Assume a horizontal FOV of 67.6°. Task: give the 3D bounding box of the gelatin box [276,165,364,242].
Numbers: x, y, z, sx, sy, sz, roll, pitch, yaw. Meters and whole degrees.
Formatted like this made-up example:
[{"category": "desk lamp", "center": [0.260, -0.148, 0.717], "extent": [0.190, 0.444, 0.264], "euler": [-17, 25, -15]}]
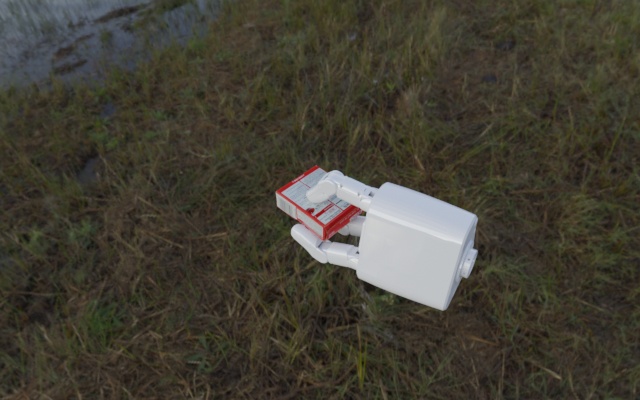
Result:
[{"category": "gelatin box", "center": [0.000, 0.001, 0.598], "extent": [0.089, 0.030, 0.073], "euler": [35, 54, 29]}]
